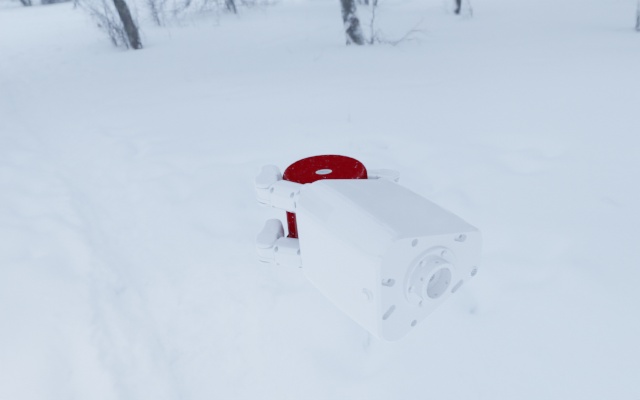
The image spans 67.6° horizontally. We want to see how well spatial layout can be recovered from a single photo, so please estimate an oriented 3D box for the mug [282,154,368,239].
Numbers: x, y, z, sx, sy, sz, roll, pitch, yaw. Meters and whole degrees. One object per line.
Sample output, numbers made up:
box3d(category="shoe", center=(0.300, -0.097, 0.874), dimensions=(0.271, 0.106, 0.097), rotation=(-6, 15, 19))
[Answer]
box3d(category="mug", center=(-0.001, 0.001, 0.479), dimensions=(0.093, 0.081, 0.117), rotation=(-20, 31, -27))
